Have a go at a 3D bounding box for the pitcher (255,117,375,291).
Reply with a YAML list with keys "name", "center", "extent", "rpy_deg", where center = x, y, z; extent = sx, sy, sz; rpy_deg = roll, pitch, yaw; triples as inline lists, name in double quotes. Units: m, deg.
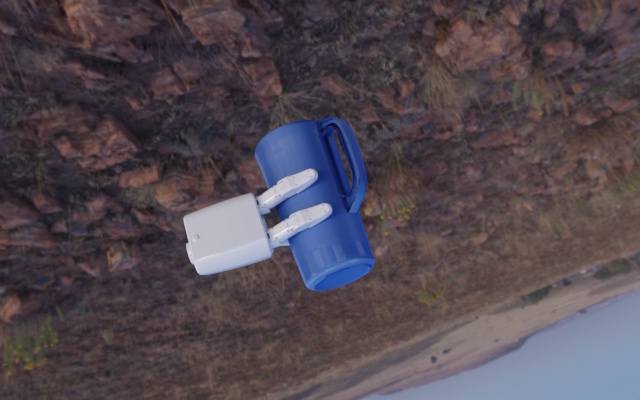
- name: "pitcher"
  center: [0.000, 0.002, 0.727]
  extent: [0.145, 0.242, 0.149]
  rpy_deg: [-17, -23, -9]
